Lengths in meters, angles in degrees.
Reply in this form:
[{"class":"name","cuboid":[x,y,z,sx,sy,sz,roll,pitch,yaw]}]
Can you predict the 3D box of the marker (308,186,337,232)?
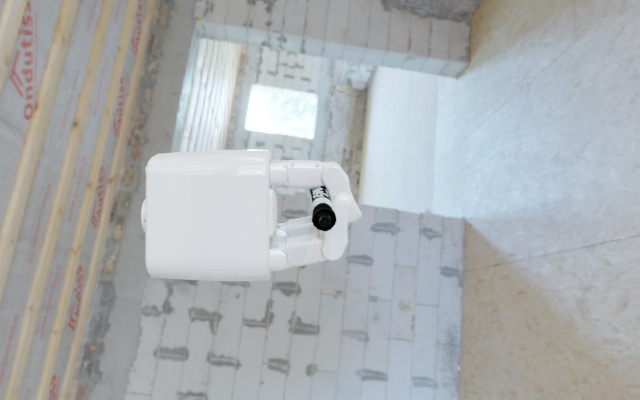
[{"class":"marker","cuboid":[0.000,0.001,0.411,0.020,0.020,0.121,0,14,-3]}]
